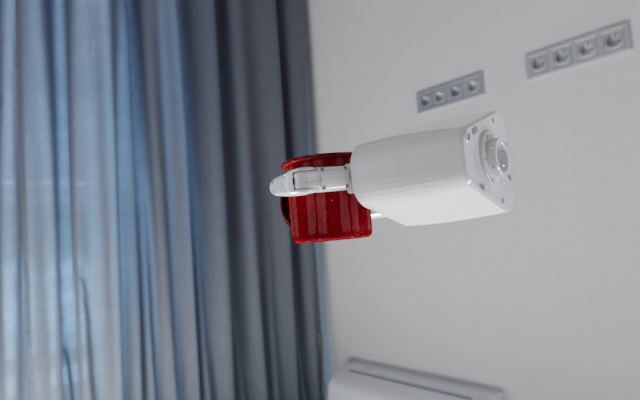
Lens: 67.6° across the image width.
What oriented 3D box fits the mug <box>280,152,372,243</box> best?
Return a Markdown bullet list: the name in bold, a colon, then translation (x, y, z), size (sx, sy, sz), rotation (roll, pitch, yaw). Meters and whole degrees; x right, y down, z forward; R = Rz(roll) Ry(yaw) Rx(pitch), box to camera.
- **mug**: translation (-0.001, 0.002, 0.494), size (0.117, 0.081, 0.093), rotation (-10, -7, 41)
